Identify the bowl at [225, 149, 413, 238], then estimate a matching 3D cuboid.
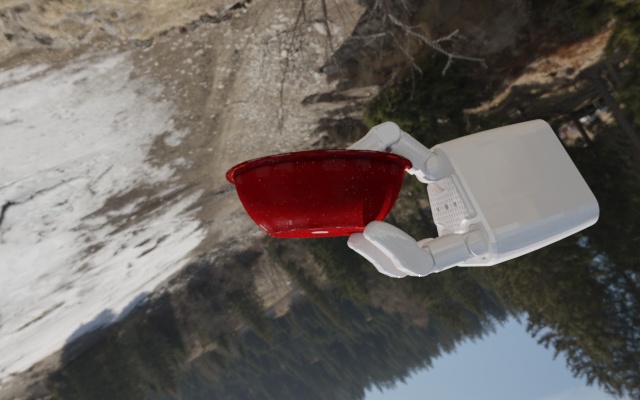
[{"bbox_3d":[-0.001,0.002,0.414,0.162,0.055,0.162,-3,-8,0],"label":"bowl"}]
